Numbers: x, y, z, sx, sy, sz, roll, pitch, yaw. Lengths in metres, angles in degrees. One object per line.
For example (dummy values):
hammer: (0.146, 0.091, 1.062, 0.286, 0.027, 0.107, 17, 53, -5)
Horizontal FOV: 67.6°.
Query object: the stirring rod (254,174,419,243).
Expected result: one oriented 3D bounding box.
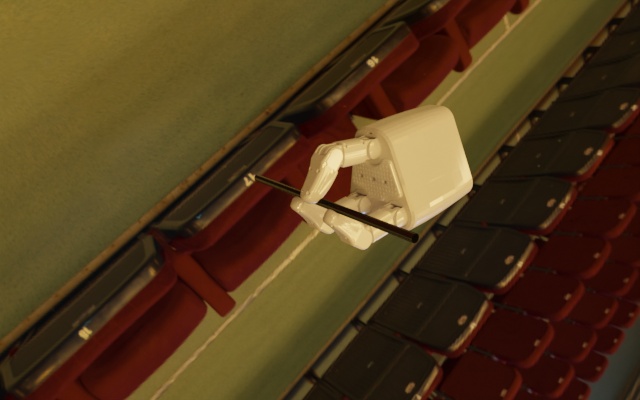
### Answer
stirring rod: (0.000, 0.001, 0.458, 0.011, 0.011, 0.239, 0, 13, -38)
